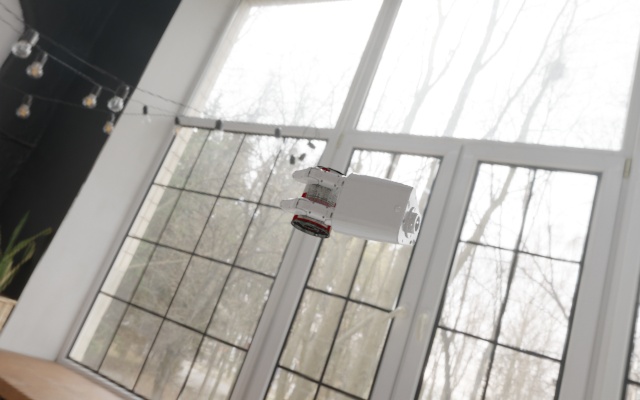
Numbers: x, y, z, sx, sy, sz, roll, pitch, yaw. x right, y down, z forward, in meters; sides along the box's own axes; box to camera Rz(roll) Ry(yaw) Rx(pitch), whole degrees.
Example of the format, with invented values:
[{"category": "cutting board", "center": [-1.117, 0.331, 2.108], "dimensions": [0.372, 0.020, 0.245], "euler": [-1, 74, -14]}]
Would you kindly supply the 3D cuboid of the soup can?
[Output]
[{"category": "soup can", "center": [0.000, 0.002, 0.787], "dimensions": [0.068, 0.102, 0.068], "euler": [19, -17, 6]}]
